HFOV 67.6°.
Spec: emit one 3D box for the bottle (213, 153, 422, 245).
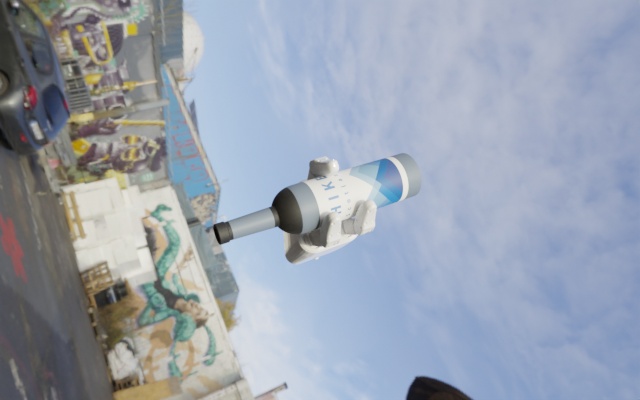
[{"bbox_3d":[0.000,0.002,0.650,0.295,0.069,0.069,-17,7,-23],"label":"bottle"}]
